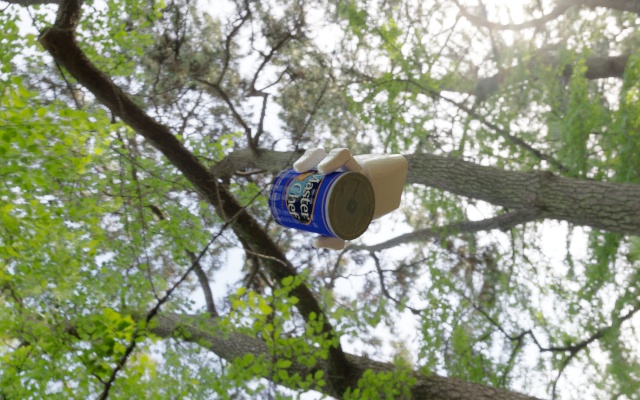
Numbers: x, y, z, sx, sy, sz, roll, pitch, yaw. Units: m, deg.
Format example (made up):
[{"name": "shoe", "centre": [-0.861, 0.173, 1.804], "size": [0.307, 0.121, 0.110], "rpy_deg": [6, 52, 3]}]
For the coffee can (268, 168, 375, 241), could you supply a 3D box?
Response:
[{"name": "coffee can", "centre": [0.000, 0.003, 0.752], "size": [0.103, 0.103, 0.140], "rpy_deg": [0, 5, -44]}]
